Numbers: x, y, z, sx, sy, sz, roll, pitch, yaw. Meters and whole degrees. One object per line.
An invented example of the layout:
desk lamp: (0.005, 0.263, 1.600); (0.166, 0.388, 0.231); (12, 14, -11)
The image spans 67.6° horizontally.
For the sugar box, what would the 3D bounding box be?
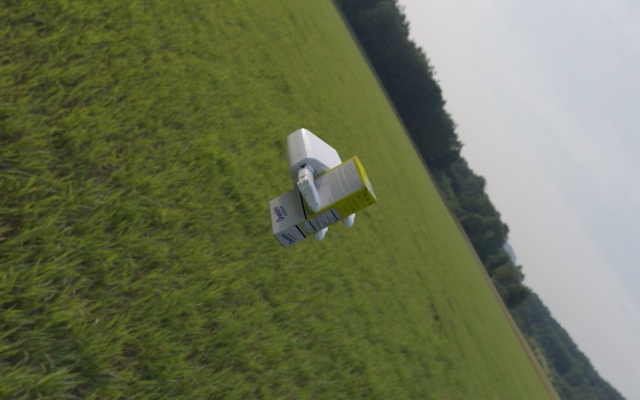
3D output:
sugar box: (0.000, 0.003, 0.810); (0.176, 0.093, 0.048); (-29, -51, 13)
